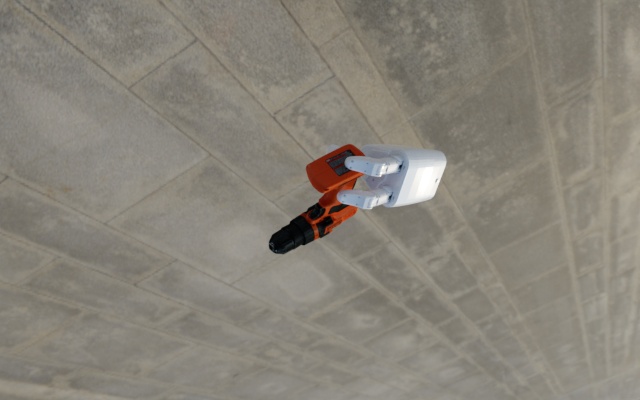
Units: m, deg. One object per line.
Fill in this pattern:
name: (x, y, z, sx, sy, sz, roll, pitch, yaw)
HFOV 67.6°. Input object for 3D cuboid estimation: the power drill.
power drill: (0.000, 0.002, 0.785, 0.184, 0.057, 0.188, -31, -21, -29)
